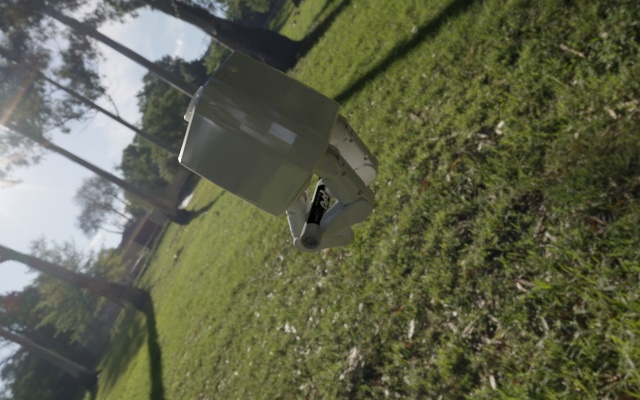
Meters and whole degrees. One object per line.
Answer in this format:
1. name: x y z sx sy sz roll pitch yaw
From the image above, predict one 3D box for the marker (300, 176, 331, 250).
1. marker: 0.000 0.002 0.470 0.020 0.020 0.121 0 36 11
